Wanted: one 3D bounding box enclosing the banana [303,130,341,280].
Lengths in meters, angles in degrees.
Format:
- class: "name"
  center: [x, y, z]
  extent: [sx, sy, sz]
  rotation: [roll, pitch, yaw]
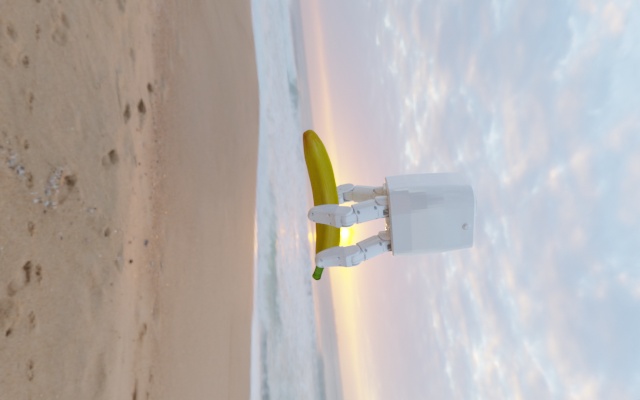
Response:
- class: "banana"
  center: [0.004, 0.003, 0.647]
  extent: [0.037, 0.198, 0.069]
  rotation: [-4, 7, 12]
